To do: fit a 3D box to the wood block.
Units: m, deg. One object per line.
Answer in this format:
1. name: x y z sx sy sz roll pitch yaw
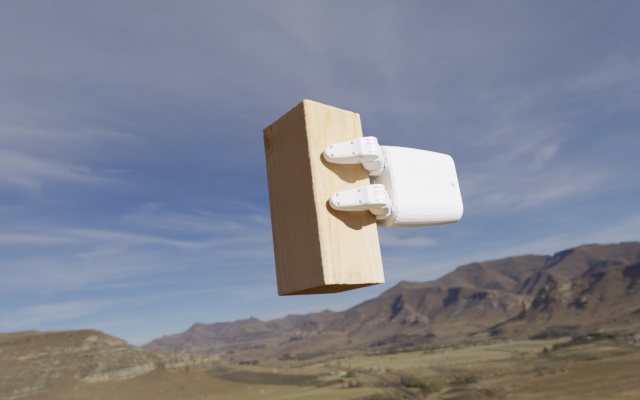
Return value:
1. wood block: 0.000 0.002 0.562 0.090 0.206 0.091 6 -21 -39
